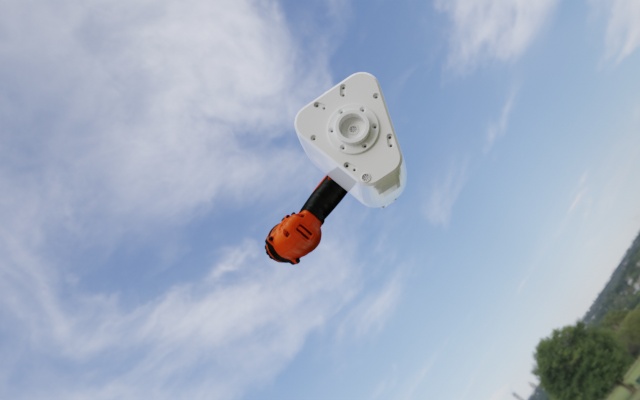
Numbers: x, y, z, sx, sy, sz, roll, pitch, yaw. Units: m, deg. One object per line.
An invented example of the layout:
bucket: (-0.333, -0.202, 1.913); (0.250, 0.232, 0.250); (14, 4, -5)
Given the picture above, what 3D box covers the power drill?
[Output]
power drill: (0.000, 0.002, 0.622); (0.057, 0.187, 0.184); (39, -17, -6)
